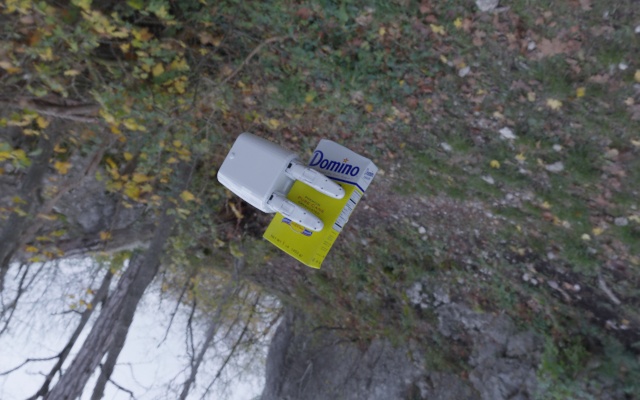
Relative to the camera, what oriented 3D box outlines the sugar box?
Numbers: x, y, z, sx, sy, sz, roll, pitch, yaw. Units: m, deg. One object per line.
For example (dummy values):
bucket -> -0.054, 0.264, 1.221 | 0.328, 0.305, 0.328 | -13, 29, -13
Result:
sugar box -> 0.000, 0.002, 0.706 | 0.093, 0.176, 0.048 | 29, -1, 28
